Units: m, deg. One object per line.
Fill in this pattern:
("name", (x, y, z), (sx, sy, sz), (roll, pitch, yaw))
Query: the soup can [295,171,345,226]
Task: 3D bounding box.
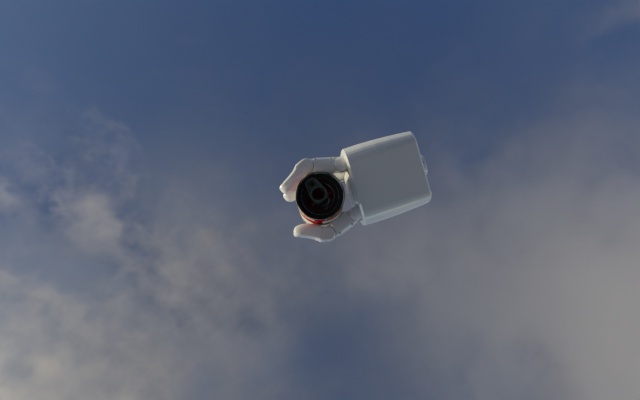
("soup can", (0.000, 0.003, 0.699), (0.068, 0.068, 0.102), (0, -11, 1))
